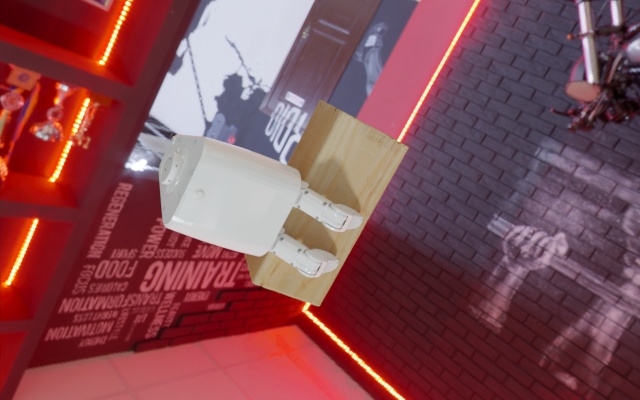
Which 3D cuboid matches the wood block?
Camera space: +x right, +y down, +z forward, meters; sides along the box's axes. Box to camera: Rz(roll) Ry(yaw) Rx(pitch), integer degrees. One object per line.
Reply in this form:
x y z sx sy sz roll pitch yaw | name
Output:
0.000 0.002 0.550 0.090 0.206 0.090 24 12 -22 | wood block
